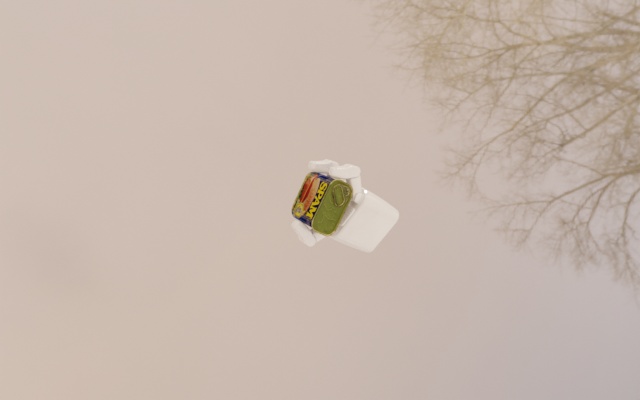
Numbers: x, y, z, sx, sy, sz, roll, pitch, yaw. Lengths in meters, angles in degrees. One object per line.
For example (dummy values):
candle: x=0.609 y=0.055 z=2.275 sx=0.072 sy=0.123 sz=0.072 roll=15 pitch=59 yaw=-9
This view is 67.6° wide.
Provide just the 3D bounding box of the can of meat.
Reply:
can of meat: x=0.000 y=0.003 z=0.870 sx=0.057 sy=0.102 sz=0.084 roll=25 pitch=0 yaw=-37
